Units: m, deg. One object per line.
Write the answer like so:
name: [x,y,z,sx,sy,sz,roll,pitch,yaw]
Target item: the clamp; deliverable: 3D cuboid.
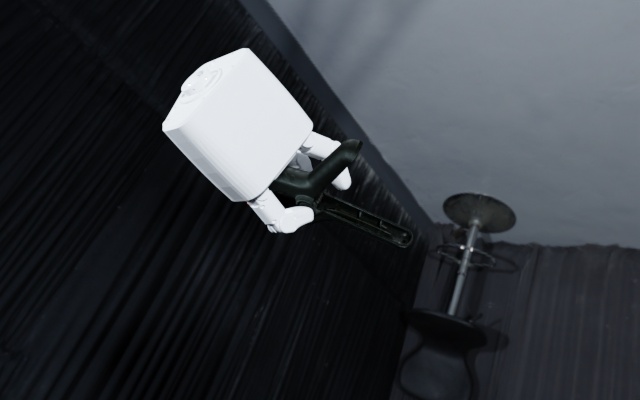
clamp: [-0.001,0.002,0.566,0.210,0.036,0.165,-4,-43,42]
